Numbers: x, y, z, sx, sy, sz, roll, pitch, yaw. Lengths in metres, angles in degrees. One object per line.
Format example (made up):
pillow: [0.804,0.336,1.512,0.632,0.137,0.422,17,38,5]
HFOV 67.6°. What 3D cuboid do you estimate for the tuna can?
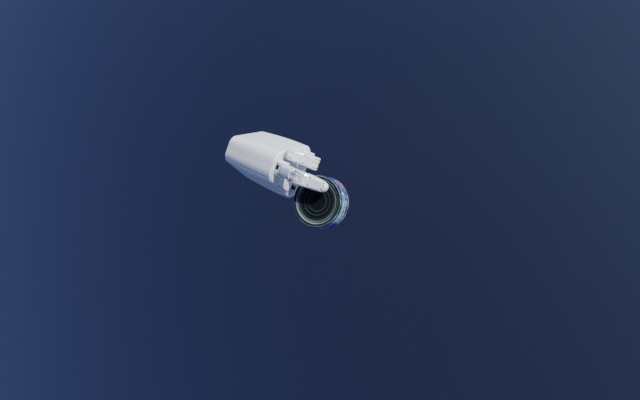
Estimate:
tuna can: [0.000,0.002,0.771,0.086,0.086,0.034,0,-5,23]
